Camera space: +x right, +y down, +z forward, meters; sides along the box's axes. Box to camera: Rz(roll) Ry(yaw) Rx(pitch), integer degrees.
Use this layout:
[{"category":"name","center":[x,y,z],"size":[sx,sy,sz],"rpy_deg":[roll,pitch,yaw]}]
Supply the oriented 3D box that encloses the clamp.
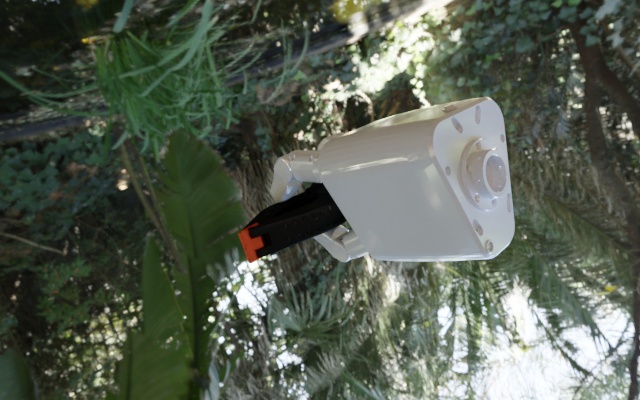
[{"category":"clamp","center":[0.000,0.002,0.461],"size":[0.210,0.036,0.164],"rpy_deg":[-27,14,-37]}]
